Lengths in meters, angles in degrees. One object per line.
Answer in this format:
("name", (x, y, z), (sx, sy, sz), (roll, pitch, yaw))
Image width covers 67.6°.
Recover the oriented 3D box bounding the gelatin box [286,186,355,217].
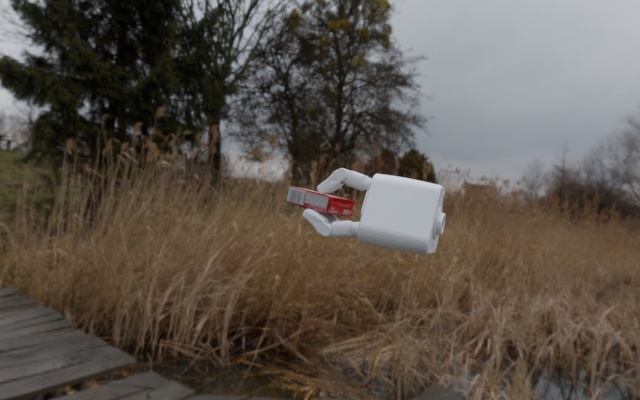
("gelatin box", (0.000, 0.002, 0.790), (0.089, 0.030, 0.073), (15, 2, 35))
